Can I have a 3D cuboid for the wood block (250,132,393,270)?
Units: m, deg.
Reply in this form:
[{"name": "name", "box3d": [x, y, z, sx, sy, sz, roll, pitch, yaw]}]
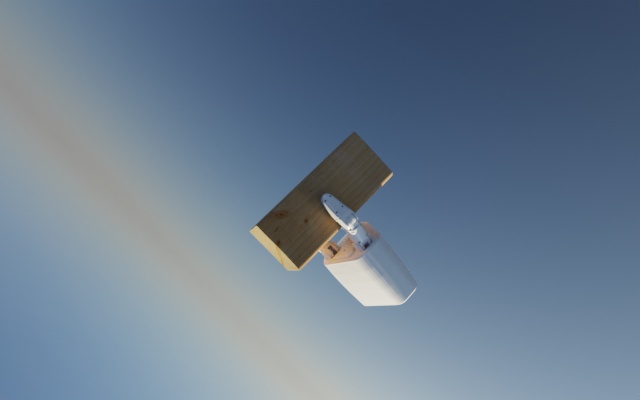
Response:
[{"name": "wood block", "box3d": [0.000, 0.003, 0.732, 0.206, 0.090, 0.091, -45, 5, -16]}]
